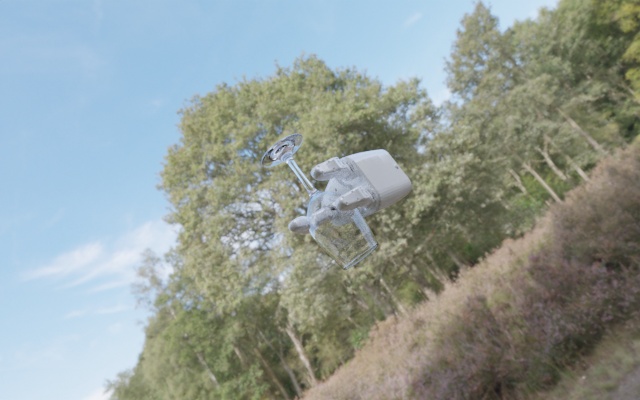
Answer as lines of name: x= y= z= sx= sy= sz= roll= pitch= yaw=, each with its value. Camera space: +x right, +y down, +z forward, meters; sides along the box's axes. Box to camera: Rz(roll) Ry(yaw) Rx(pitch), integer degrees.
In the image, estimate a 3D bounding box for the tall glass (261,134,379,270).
tall glass: x=0.000 y=0.002 z=0.693 sx=0.079 sy=0.201 sz=0.079 roll=-34 pitch=-14 yaw=-10
